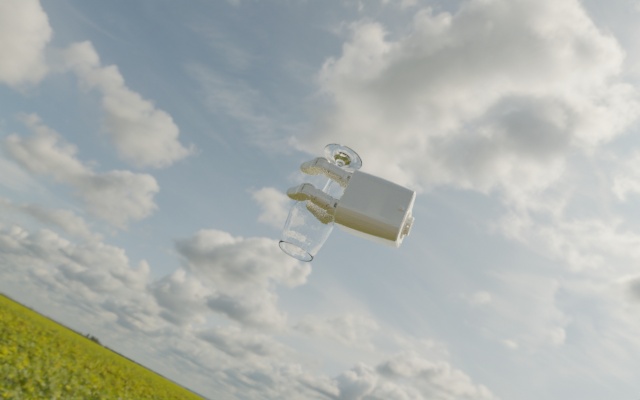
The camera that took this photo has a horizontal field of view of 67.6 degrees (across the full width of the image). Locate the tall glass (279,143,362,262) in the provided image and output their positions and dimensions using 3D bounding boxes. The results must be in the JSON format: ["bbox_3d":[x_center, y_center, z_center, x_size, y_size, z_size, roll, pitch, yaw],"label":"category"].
[{"bbox_3d":[0.000,0.002,0.811,0.079,0.201,0.079,22,-25,11],"label":"tall glass"}]
